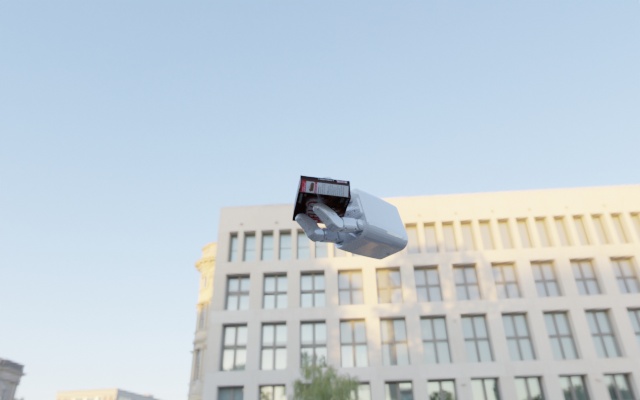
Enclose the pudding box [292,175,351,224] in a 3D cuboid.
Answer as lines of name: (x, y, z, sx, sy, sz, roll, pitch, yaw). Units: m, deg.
pudding box: (0.000, 0.003, 0.840, 0.090, 0.039, 0.114, 6, -31, -6)
